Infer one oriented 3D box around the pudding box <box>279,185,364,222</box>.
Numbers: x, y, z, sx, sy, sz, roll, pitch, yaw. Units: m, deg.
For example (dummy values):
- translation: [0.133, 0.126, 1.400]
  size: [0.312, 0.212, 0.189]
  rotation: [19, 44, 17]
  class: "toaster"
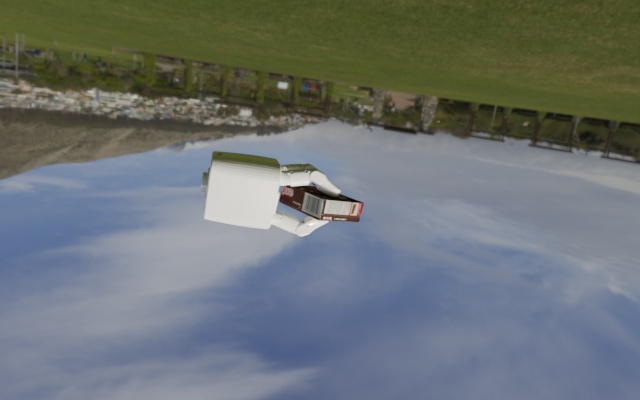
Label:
- translation: [0.000, 0.003, 0.788]
  size: [0.090, 0.039, 0.113]
  rotation: [4, 14, -41]
  class: "pudding box"
